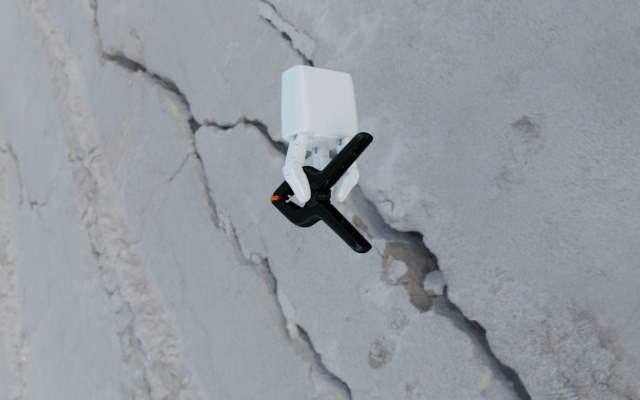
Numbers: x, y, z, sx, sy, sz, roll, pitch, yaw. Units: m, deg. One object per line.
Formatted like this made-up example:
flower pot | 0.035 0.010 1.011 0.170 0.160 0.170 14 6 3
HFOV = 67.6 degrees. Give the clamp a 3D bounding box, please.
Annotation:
clamp | -0.001 0.002 0.706 0.036 0.164 0.210 7 -14 -43
